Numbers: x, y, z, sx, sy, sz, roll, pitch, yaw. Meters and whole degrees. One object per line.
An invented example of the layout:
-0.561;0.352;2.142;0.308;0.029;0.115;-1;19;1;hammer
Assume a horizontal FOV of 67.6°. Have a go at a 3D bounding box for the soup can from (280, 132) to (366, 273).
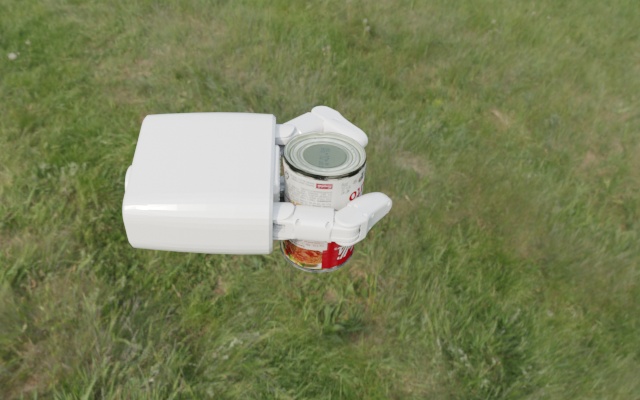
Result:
0.001;0.001;0.404;0.068;0.102;0.068;3;38;-2;soup can
